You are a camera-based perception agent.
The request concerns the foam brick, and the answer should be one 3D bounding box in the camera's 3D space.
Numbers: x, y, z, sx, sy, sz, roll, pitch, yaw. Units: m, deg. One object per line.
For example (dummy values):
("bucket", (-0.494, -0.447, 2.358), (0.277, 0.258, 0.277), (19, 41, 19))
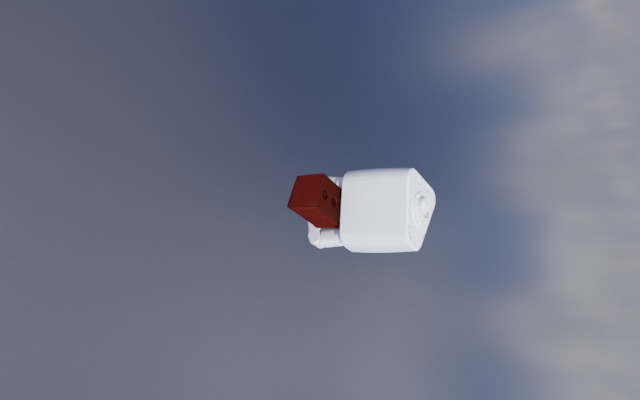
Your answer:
("foam brick", (0.000, 0.002, 0.692), (0.051, 0.053, 0.078), (-2, -27, 37))
